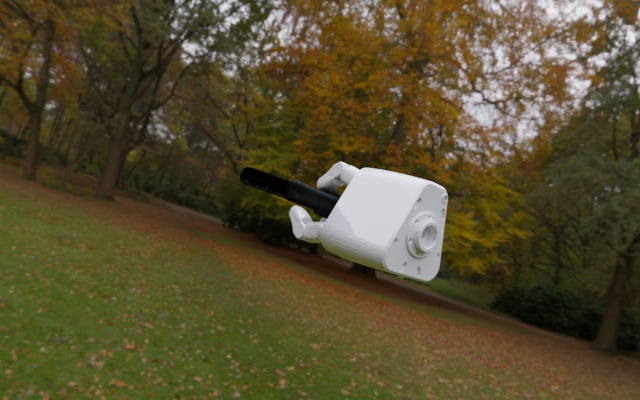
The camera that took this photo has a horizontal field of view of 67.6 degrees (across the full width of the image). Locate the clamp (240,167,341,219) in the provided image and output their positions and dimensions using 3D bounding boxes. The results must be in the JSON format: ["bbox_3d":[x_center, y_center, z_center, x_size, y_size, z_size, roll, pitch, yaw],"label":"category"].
[{"bbox_3d":[0.001,0.002,0.639,0.210,0.036,0.164,21,0,-37],"label":"clamp"}]
